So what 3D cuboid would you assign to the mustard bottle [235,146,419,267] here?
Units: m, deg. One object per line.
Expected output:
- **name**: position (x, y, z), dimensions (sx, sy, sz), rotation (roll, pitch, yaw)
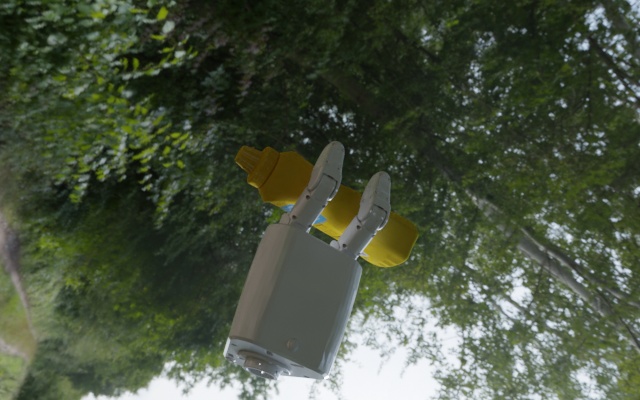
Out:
- **mustard bottle**: position (0.000, 0.001, 0.486), dimensions (0.192, 0.058, 0.096), rotation (30, -8, -18)
